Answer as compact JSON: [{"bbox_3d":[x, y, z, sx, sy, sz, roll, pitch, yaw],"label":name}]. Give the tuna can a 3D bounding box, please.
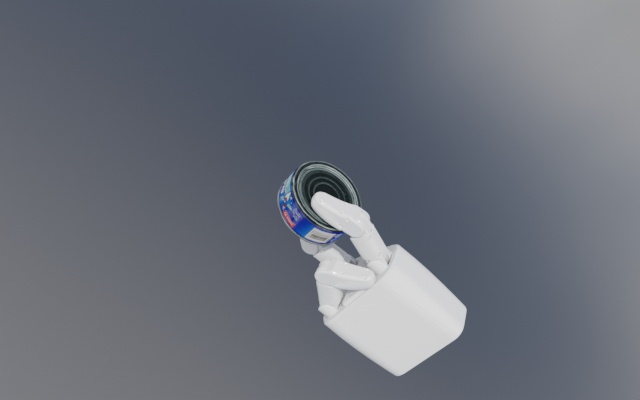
[{"bbox_3d":[0.000,0.001,0.501,0.086,0.086,0.034,0,-29,-35],"label":"tuna can"}]
